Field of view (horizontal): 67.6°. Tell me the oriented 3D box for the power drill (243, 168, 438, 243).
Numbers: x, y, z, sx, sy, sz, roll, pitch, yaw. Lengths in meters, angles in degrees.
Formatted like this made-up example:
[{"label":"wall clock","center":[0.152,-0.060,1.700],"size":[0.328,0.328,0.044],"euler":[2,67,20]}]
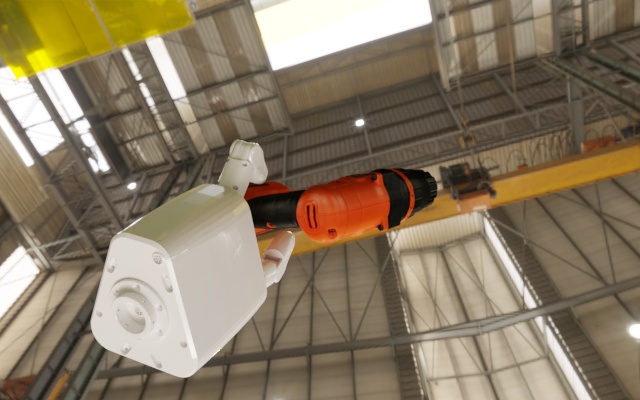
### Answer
[{"label":"power drill","center":[0.000,0.002,0.465],"size":[0.187,0.057,0.184],"euler":[-6,3,40]}]
